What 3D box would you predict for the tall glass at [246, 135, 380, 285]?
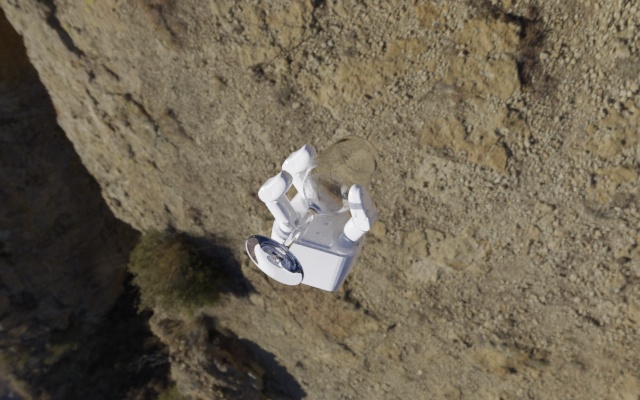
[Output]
[{"bbox_3d":[0.000,0.002,0.568,0.079,0.079,0.201,0,40,41],"label":"tall glass"}]
